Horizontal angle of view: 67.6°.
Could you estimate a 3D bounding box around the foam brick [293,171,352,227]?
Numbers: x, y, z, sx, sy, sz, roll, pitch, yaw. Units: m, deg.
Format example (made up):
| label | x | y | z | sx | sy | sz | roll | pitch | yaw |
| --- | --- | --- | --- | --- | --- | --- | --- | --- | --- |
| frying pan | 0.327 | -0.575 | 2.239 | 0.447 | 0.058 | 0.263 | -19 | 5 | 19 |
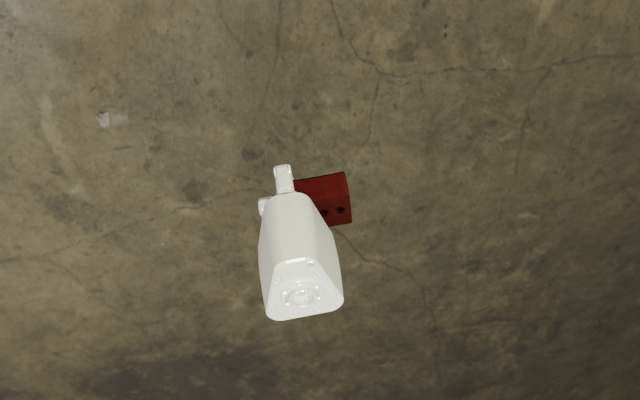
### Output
| label | x | y | z | sx | sy | sz | roll | pitch | yaw |
| --- | --- | --- | --- | --- | --- | --- | --- | --- | --- |
| foam brick | 0.000 | 0.002 | 0.637 | 0.078 | 0.053 | 0.051 | -10 | 41 | -2 |
